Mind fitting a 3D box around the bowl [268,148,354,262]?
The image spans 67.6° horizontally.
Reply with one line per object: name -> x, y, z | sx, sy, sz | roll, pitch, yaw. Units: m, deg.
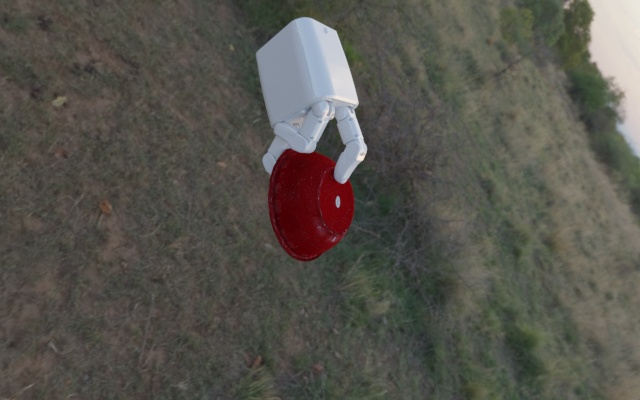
bowl -> 0.001, 0.003, 0.646 | 0.055, 0.162, 0.162 | -4, -2, 33
